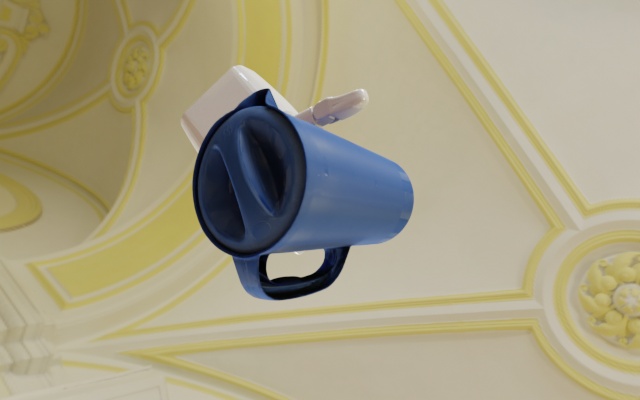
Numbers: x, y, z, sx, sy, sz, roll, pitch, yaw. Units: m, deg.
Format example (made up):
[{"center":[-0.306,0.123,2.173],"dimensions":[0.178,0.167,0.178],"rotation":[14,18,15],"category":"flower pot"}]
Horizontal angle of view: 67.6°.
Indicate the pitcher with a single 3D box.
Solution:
[{"center":[0.000,0.001,0.496],"dimensions":[0.243,0.149,0.145],"rotation":[8,35,-54],"category":"pitcher"}]
